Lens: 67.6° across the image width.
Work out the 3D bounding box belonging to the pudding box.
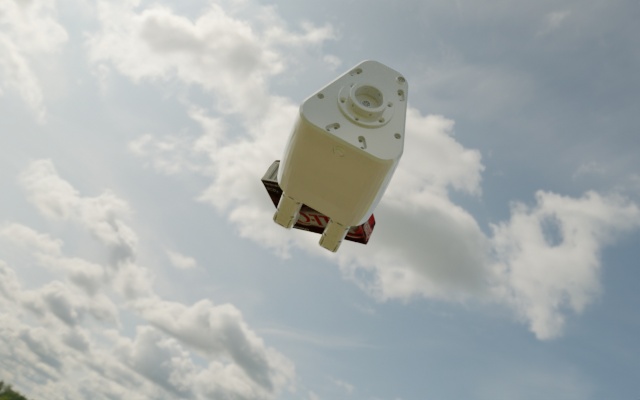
[{"bbox_3d":[0.000,0.002,0.540,0.113,0.039,0.090,13,-34,27],"label":"pudding box"}]
